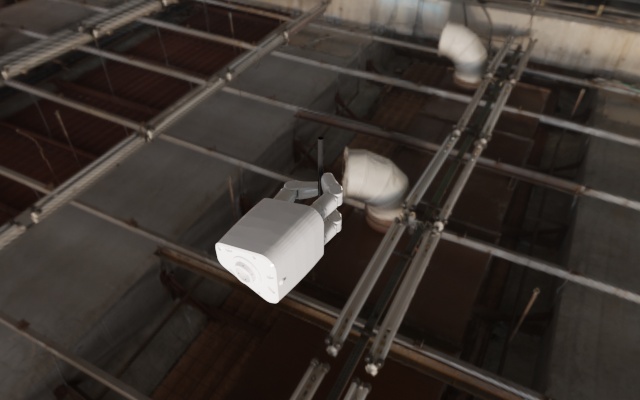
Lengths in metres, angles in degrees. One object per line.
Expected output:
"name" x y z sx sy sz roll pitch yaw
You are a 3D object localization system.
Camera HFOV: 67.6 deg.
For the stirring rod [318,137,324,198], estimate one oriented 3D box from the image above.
"stirring rod" 0.000 0.002 0.746 0.011 0.240 0.011 0 42 0
